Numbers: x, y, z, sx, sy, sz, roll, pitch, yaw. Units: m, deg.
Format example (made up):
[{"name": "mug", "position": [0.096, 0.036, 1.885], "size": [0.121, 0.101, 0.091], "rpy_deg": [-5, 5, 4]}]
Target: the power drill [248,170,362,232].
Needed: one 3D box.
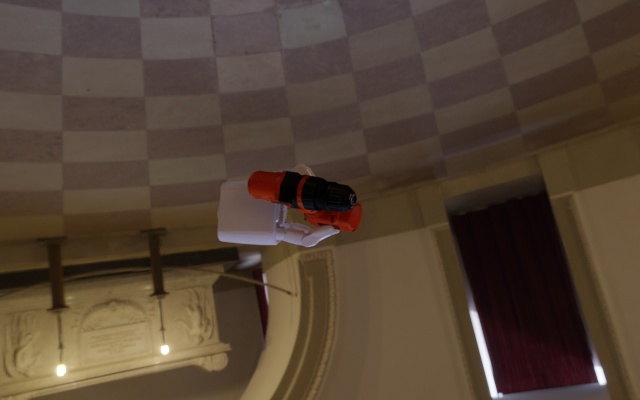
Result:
[{"name": "power drill", "position": [0.000, 0.003, 0.778], "size": [0.184, 0.057, 0.188], "rpy_deg": [12, -11, 30]}]
